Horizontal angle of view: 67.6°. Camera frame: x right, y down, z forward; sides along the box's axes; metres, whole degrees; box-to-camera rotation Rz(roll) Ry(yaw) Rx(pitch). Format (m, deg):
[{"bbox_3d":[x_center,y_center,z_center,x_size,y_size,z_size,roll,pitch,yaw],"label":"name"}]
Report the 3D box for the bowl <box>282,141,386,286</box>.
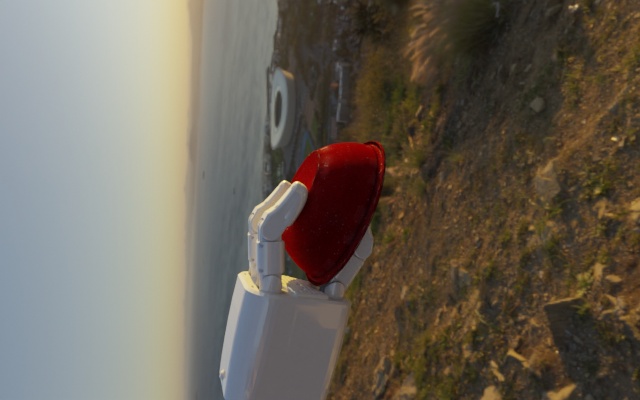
[{"bbox_3d":[0.000,0.000,0.488,0.055,0.162,0.162,25,-7,-16],"label":"bowl"}]
